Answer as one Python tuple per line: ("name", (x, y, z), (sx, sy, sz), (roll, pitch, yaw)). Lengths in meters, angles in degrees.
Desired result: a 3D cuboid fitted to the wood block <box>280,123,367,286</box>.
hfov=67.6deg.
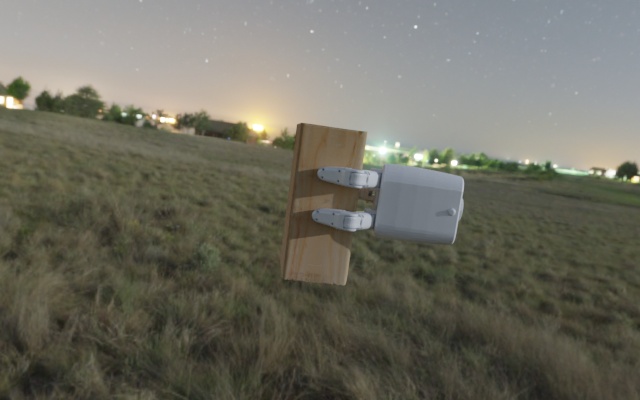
("wood block", (0.000, 0.002, 0.664), (0.090, 0.206, 0.091), (7, 7, -6))
